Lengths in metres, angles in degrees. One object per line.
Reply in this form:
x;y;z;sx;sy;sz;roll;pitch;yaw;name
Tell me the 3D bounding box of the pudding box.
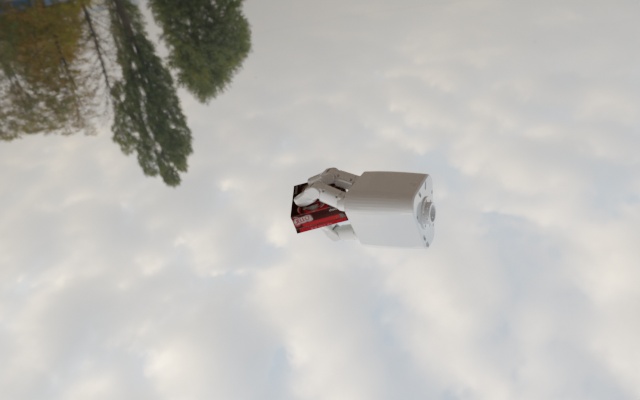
0.000;0.003;0.782;0.090;0.039;0.113;-14;25;7;pudding box
